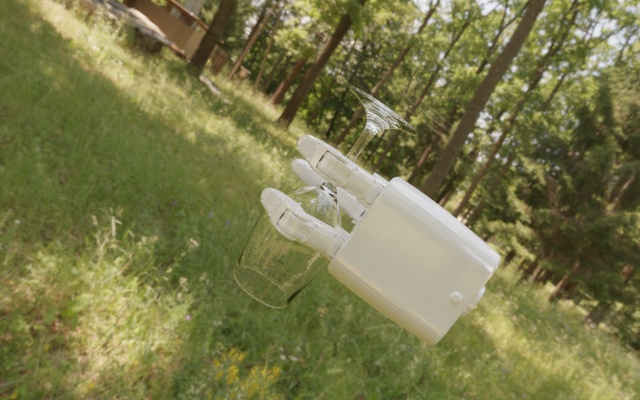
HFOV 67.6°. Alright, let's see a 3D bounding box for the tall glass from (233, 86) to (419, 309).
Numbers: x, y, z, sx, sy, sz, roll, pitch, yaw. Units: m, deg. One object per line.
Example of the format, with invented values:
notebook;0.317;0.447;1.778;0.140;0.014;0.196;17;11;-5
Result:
tall glass;0.000;0.001;0.436;0.079;0.201;0.079;35;8;-6
